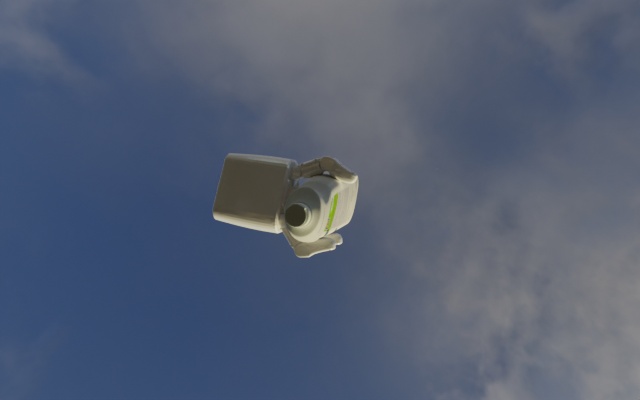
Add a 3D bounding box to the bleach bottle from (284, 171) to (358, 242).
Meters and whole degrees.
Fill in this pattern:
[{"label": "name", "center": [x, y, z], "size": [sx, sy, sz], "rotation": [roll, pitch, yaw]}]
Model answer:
[{"label": "bleach bottle", "center": [0.000, 0.002, 0.707], "size": [0.068, 0.102, 0.251], "rotation": [10, 6, 13]}]
